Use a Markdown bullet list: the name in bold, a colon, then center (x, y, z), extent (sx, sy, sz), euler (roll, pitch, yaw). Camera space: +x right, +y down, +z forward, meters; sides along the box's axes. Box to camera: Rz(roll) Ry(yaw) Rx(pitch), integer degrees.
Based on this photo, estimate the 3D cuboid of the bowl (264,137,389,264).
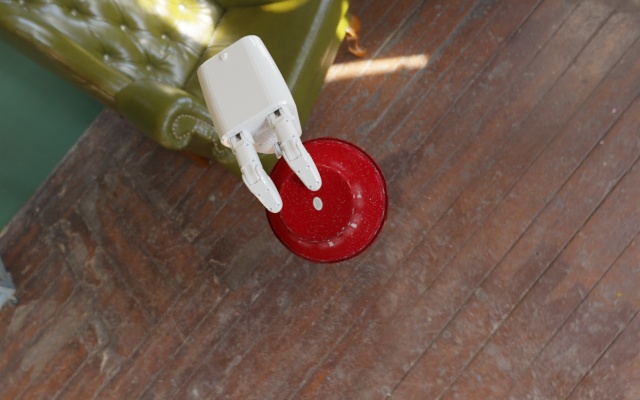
- **bowl**: center (0.001, 0.003, 0.580), extent (0.162, 0.162, 0.055), euler (0, 3, 12)
